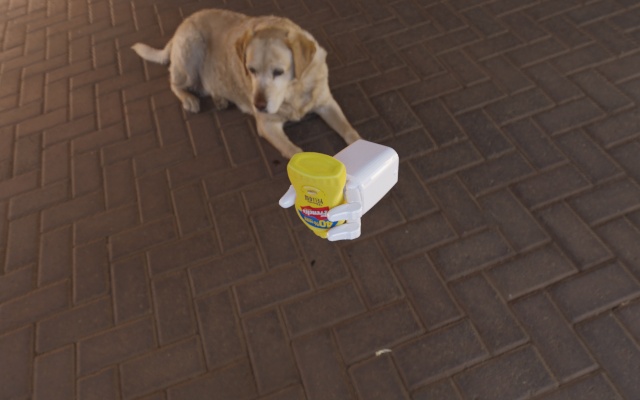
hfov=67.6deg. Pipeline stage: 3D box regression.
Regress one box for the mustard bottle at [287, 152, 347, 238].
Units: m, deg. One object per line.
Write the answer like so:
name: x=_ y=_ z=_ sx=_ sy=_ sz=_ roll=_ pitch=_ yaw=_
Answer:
mustard bottle: x=0.000 y=0.003 z=0.846 sx=0.096 sy=0.058 sz=0.192 roll=13 pitch=-38 yaw=17
